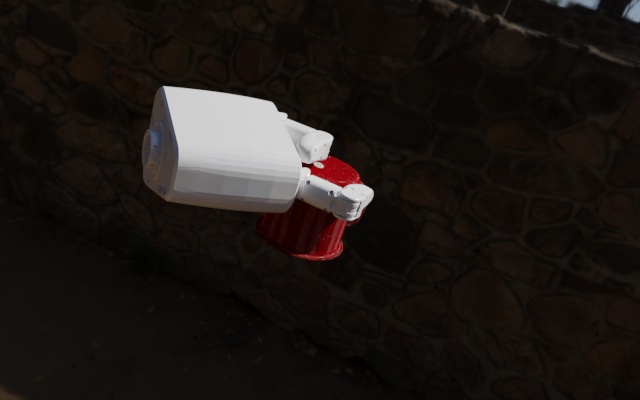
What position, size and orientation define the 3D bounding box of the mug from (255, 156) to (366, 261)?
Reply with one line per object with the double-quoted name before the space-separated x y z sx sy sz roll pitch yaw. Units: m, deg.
"mug" 0.001 0.001 0.483 0.117 0.081 0.093 3 26 -33
